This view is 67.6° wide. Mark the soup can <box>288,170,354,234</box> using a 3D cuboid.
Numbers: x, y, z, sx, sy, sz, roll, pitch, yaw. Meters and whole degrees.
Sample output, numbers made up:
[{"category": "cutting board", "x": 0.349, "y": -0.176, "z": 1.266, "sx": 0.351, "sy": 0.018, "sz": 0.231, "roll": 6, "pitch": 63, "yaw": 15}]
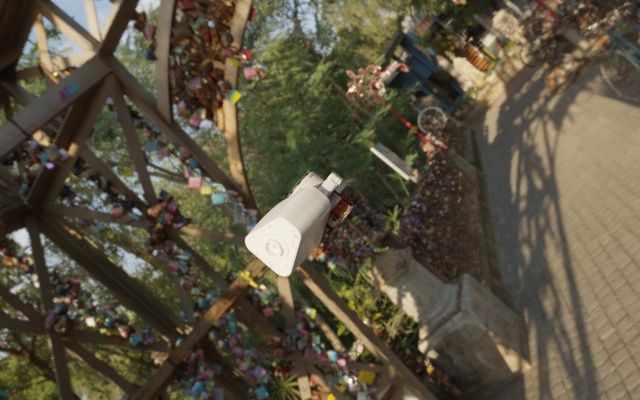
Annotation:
[{"category": "soup can", "x": 0.000, "y": 0.002, "z": 0.854, "sx": 0.102, "sy": 0.068, "sz": 0.068, "roll": 40, "pitch": 2, "yaw": 3}]
